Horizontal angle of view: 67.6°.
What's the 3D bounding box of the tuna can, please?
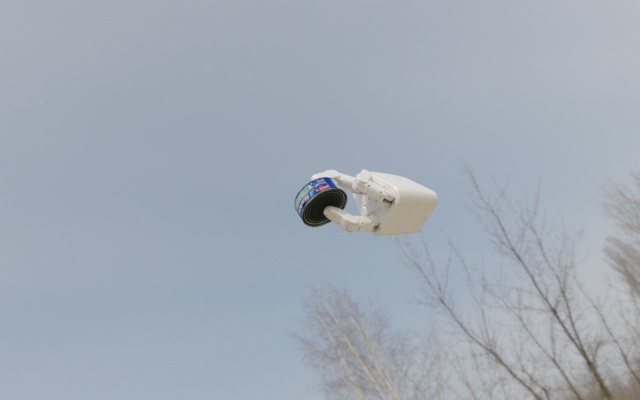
[{"bbox_3d":[0.000,0.002,0.797,0.086,0.086,0.033,0,41,-39],"label":"tuna can"}]
